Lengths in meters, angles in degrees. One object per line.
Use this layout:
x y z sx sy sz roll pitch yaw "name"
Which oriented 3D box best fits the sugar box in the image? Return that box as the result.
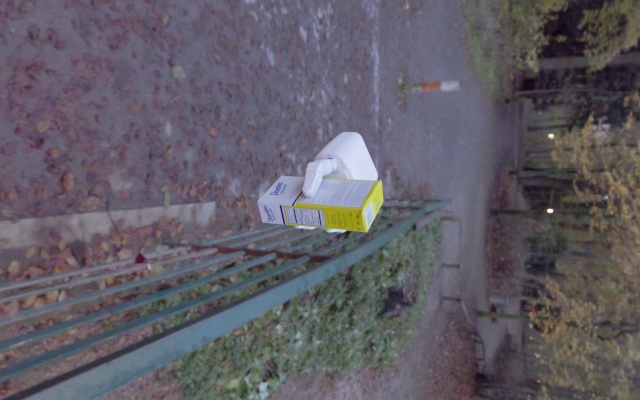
0.000 0.003 0.748 0.176 0.048 0.093 2 31 25 "sugar box"
